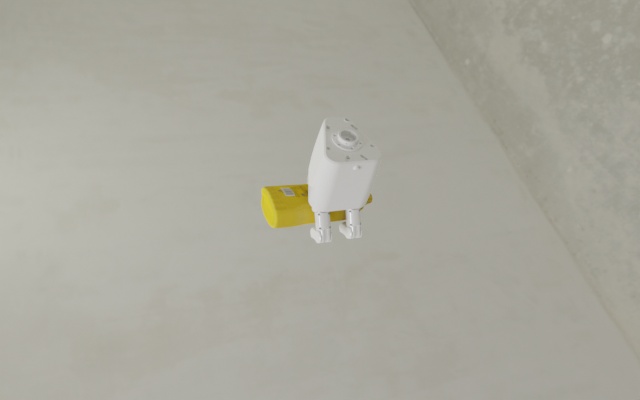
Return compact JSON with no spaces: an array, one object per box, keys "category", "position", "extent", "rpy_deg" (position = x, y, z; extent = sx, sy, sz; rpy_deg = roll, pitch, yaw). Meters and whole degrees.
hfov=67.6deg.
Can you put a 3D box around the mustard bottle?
[{"category":"mustard bottle","position":[0.000,0.003,0.822],"extent":[0.191,0.058,0.096],"rpy_deg":[-5,26,-20]}]
